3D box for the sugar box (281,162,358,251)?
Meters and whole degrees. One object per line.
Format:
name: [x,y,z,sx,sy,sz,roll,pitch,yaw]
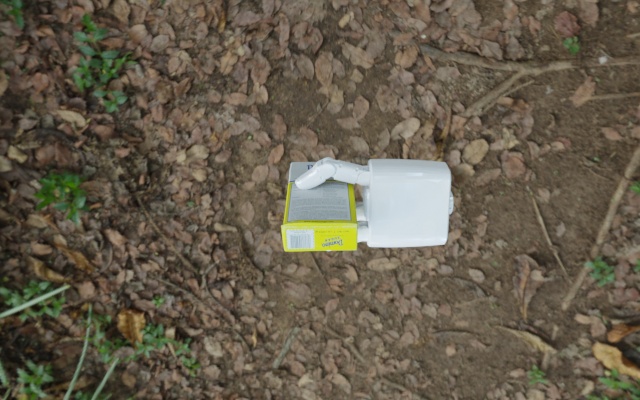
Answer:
sugar box: [0.000,0.003,0.655,0.093,0.048,0.176,0,28,1]
